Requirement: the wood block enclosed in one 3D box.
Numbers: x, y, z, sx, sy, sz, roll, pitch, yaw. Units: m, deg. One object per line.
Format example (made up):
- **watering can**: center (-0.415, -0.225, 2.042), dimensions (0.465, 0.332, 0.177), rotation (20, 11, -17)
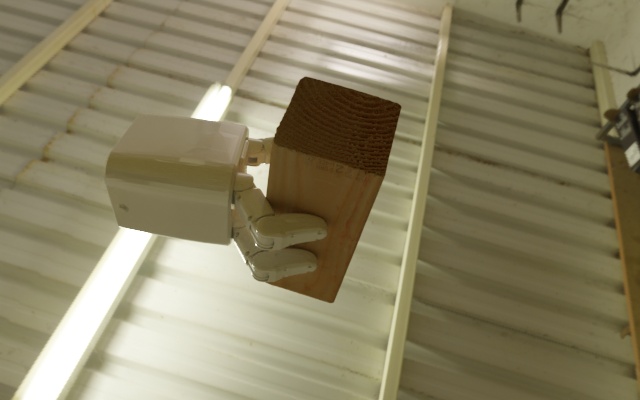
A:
- **wood block**: center (0.000, 0.001, 0.454), dimensions (0.090, 0.090, 0.206), rotation (17, -39, 1)
